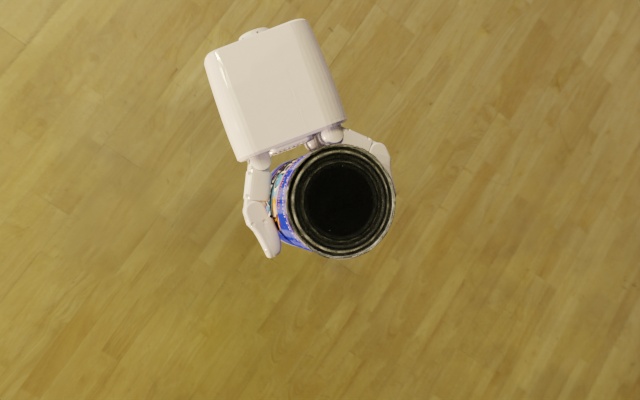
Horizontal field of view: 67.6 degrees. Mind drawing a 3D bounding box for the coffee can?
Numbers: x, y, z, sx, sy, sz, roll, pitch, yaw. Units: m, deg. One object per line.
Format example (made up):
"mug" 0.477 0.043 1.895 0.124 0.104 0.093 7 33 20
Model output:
"coffee can" 0.000 0.002 0.484 0.103 0.103 0.140 0 0 -16
